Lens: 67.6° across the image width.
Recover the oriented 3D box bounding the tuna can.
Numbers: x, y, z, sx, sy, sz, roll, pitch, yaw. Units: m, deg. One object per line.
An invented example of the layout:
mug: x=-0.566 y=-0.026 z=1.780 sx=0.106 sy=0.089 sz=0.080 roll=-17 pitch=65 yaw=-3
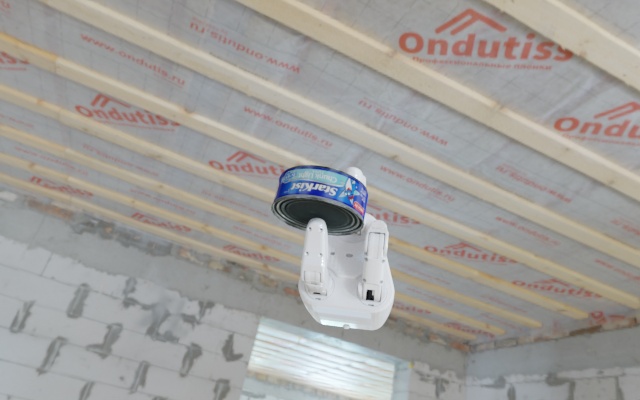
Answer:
tuna can: x=0.000 y=0.001 z=0.440 sx=0.086 sy=0.033 sz=0.086 roll=10 pitch=-23 yaw=4
